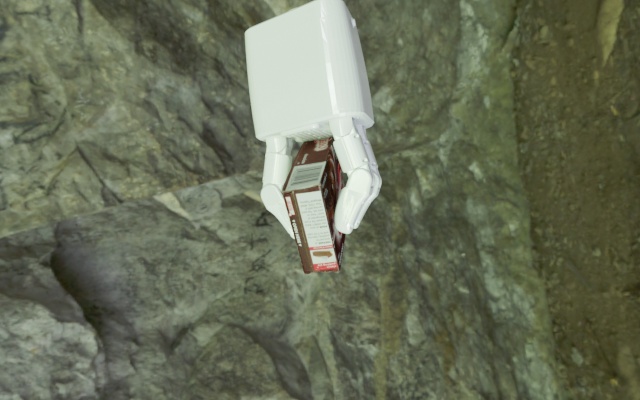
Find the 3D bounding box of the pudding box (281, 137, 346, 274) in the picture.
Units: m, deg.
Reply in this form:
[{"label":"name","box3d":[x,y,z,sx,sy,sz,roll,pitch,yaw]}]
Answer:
[{"label":"pudding box","box3d":[0.000,0.001,0.457,0.039,0.090,0.113,-7,27,14]}]
